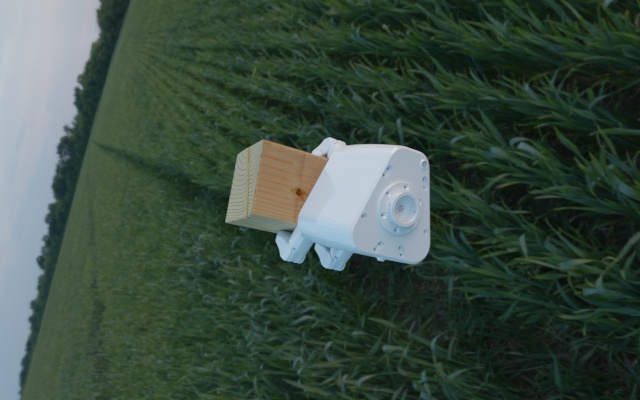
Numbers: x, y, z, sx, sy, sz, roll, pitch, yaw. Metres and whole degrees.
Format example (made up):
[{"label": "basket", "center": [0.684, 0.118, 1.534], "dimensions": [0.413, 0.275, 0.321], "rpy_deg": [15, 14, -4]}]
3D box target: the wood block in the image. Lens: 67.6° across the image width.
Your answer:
[{"label": "wood block", "center": [0.000, 0.002, 0.597], "dimensions": [0.206, 0.090, 0.090], "rpy_deg": [15, -14, -27]}]
